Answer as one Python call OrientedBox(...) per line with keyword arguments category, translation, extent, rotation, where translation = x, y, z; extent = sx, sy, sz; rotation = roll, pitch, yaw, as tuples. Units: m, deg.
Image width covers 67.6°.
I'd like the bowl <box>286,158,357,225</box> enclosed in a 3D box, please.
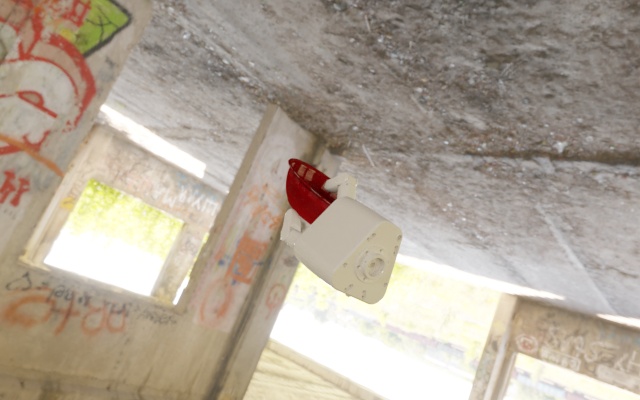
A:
OrientedBox(category="bowl", translation=(0.000, 0.002, 0.762), extent=(0.162, 0.055, 0.162), rotation=(35, 14, -10))
